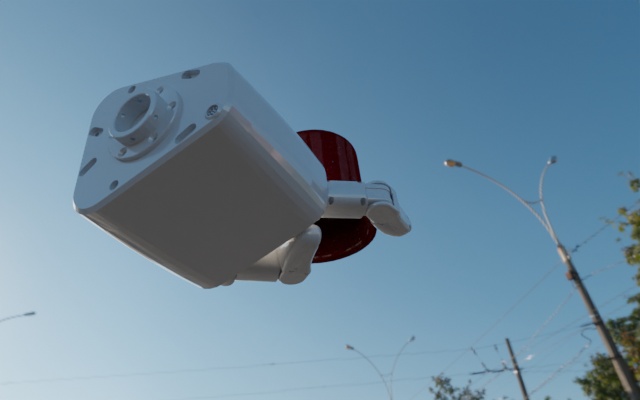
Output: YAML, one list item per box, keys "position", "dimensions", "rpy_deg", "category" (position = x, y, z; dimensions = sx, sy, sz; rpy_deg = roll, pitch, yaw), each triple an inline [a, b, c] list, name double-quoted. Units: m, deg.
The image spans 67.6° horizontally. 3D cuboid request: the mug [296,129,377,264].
- position: [0.001, 0.002, 0.409]
  dimensions: [0.093, 0.081, 0.117]
  rpy_deg: [-19, -36, 18]
  category: "mug"
